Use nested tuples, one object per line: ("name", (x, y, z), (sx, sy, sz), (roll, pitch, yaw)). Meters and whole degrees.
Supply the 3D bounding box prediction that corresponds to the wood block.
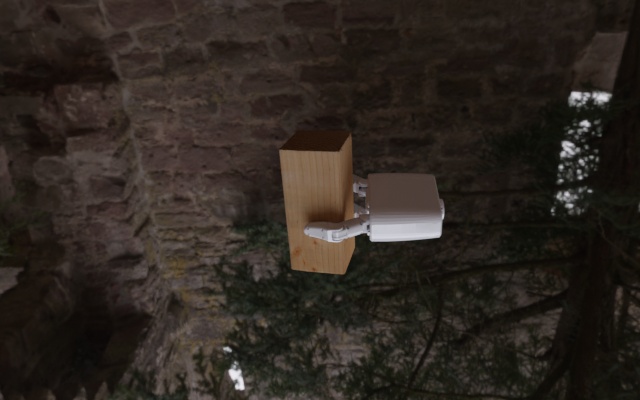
("wood block", (0.000, 0.003, 0.748), (0.090, 0.206, 0.090), (4, 27, 15))
